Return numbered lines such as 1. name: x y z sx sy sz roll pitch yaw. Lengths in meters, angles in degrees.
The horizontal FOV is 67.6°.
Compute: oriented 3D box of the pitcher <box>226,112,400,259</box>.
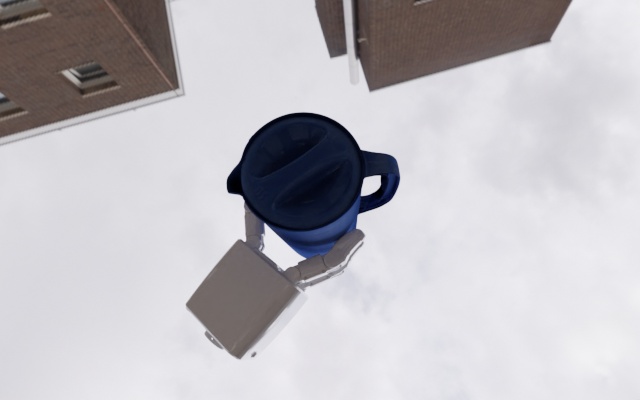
1. pitcher: 0.000 0.002 0.600 0.149 0.145 0.243 35 -11 15
